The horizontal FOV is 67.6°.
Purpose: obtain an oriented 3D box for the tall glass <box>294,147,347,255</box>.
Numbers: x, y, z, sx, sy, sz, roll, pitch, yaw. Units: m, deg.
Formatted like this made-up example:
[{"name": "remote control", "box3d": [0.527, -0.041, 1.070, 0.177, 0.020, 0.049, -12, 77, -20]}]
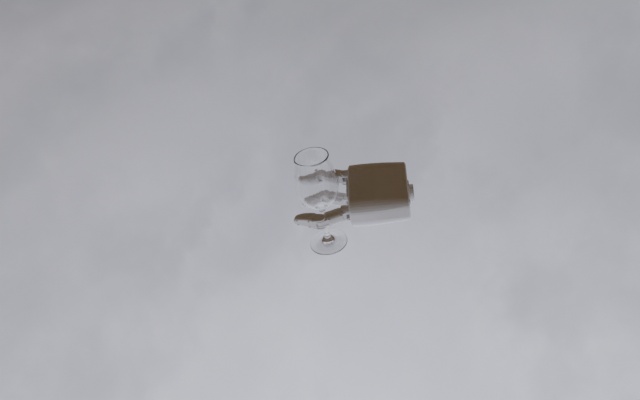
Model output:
[{"name": "tall glass", "box3d": [0.000, 0.003, 0.877, 0.079, 0.201, 0.079, -8, 37, 6]}]
